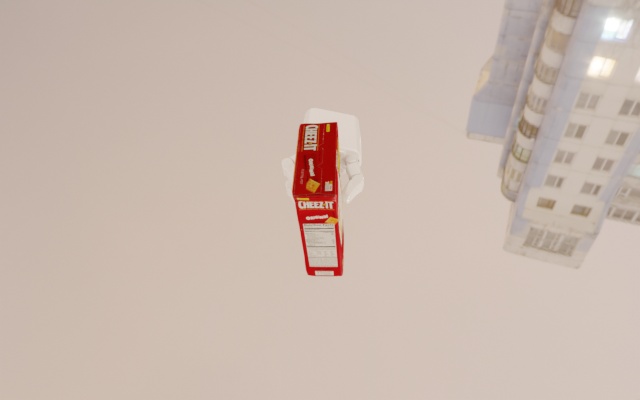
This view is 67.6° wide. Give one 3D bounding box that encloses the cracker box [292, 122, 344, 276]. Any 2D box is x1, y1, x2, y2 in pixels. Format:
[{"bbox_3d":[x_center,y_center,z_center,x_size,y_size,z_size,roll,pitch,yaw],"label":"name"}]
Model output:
[{"bbox_3d":[0.000,0.003,0.802,0.072,0.164,0.214,-2,-41,4],"label":"cracker box"}]
